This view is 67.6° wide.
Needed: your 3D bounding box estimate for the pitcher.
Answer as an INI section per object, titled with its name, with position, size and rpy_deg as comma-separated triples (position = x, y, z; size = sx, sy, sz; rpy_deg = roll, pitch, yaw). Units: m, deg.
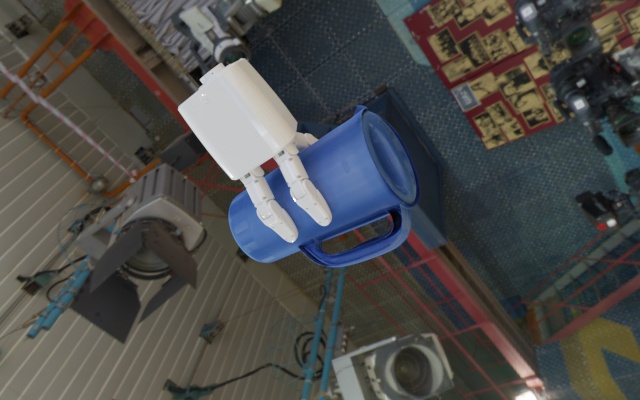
[pitcher]
position = 0.000, 0.002, 0.624
size = 0.243, 0.145, 0.149
rpy_deg = -28, 22, 28
